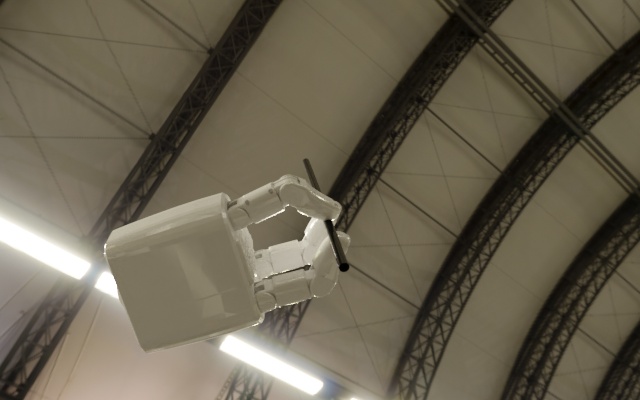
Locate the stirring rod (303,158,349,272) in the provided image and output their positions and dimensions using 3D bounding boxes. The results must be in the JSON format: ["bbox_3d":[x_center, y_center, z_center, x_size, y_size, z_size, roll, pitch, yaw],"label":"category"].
[{"bbox_3d":[0.000,0.002,0.462,0.011,0.011,0.239,0,24,-9],"label":"stirring rod"}]
